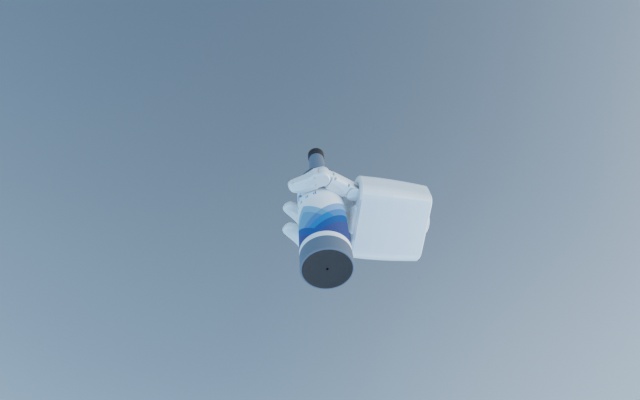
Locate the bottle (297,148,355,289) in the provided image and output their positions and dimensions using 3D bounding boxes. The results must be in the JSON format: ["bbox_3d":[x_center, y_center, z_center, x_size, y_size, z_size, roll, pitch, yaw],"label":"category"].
[{"bbox_3d":[0.000,0.002,0.694,0.069,0.069,0.295,0,33,-4],"label":"bottle"}]
